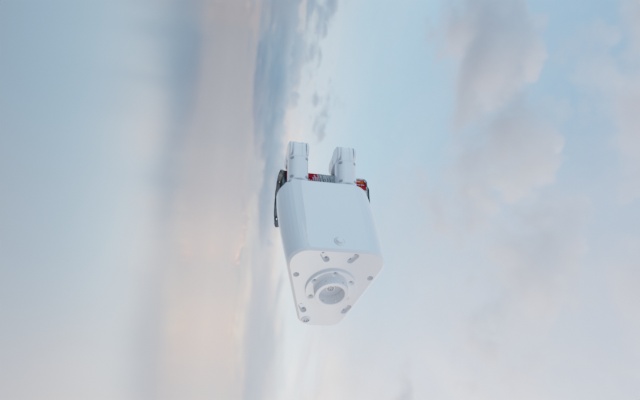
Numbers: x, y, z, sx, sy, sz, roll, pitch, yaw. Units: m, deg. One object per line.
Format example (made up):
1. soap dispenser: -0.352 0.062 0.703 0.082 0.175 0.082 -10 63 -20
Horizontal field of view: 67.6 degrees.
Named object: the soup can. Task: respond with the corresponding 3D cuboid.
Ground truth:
1. soup can: 0.000 0.002 0.564 0.102 0.068 0.068 5 -1 -12
